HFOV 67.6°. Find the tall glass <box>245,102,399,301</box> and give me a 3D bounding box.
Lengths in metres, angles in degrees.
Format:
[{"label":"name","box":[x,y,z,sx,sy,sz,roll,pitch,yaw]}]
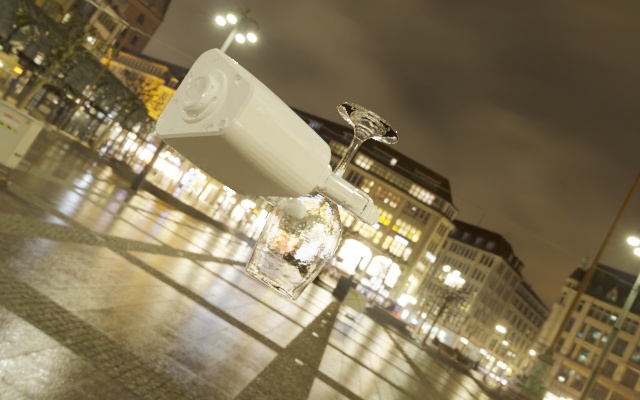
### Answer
[{"label":"tall glass","box":[0.001,0.001,0.498,0.079,0.201,0.079,30,-6,4]}]
